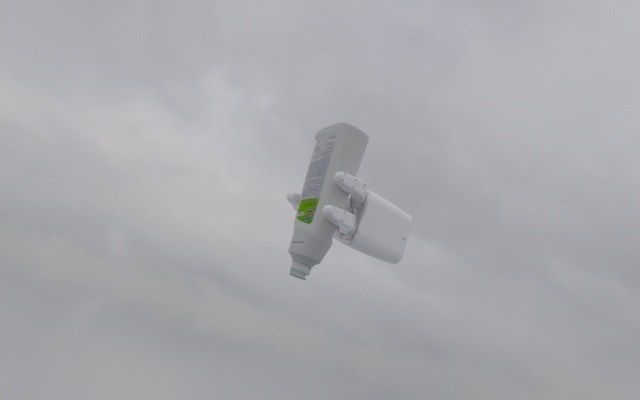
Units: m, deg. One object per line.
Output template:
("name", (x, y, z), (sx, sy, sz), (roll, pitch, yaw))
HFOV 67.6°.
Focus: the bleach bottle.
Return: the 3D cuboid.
("bleach bottle", (0.000, 0.002, 0.761), (0.068, 0.250, 0.102), (27, -18, -25))
